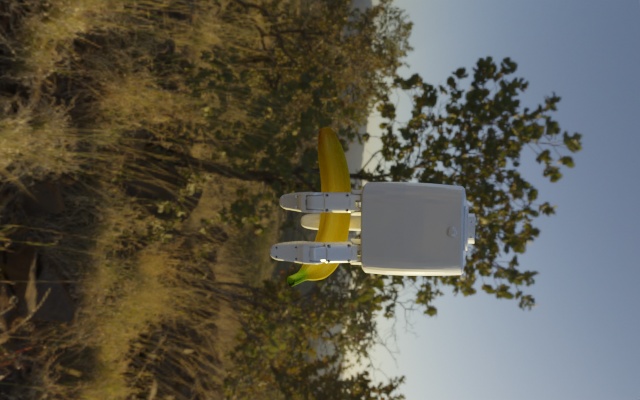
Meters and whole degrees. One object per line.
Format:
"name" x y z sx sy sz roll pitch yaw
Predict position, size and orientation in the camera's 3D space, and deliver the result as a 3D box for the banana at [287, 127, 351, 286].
"banana" 0.010 0.011 0.576 0.037 0.197 0.070 -2 -20 36
